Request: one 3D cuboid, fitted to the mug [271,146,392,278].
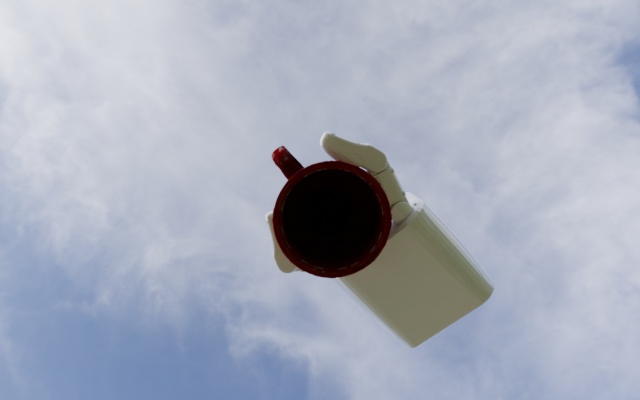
[{"bbox_3d":[-0.001,0.000,0.409,0.093,0.117,0.081,-43,7,4],"label":"mug"}]
